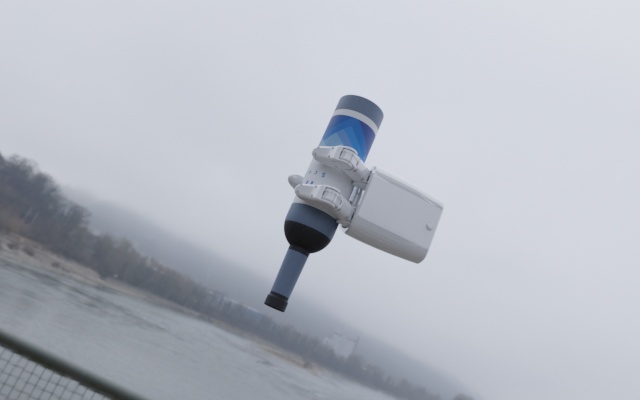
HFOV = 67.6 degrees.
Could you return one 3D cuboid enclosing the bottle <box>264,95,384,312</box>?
[{"bbox_3d":[0.000,0.002,0.623,0.069,0.295,0.069,22,-16,7],"label":"bottle"}]
